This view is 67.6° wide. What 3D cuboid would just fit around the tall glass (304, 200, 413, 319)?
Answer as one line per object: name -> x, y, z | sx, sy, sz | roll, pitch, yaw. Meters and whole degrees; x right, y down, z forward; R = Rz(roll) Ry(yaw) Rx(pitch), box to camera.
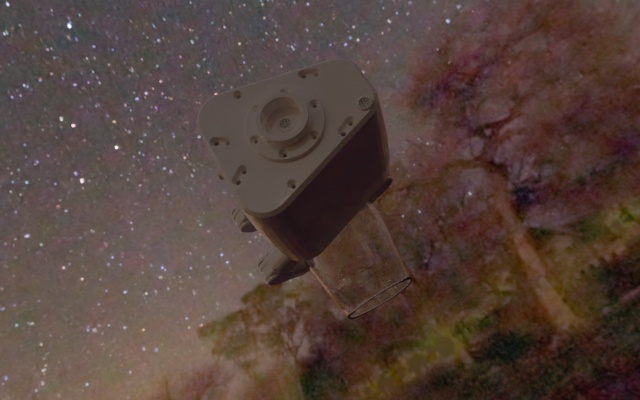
tall glass -> 0.000, 0.001, 0.423 | 0.079, 0.201, 0.079 | -27, -21, -12
